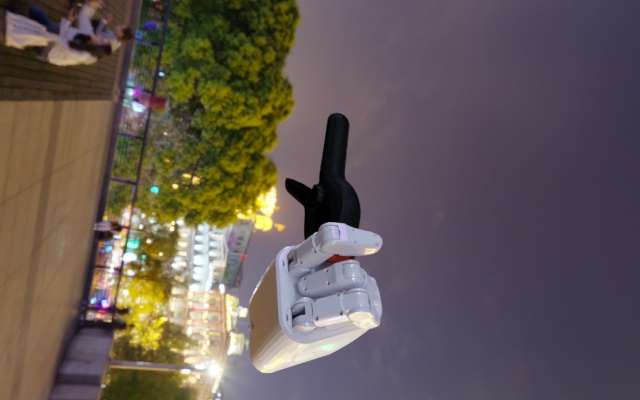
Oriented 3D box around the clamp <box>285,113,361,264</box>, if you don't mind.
[{"bbox_3d":[0.001,0.002,0.510,0.039,0.171,0.120,14,-40,-22],"label":"clamp"}]
